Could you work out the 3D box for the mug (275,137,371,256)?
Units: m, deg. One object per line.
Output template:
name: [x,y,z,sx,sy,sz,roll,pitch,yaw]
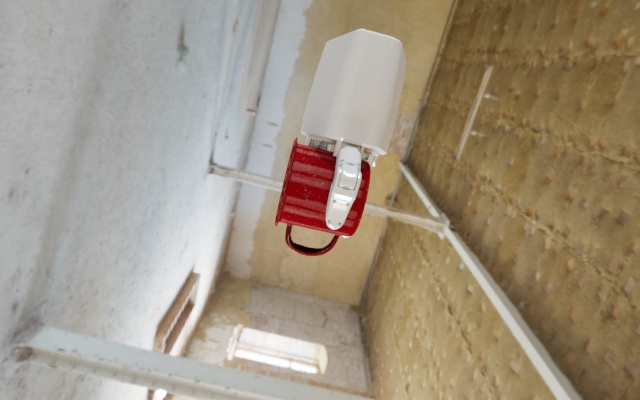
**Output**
mug: [0.000,0.003,0.492,0.081,0.117,0.093,13,7,-3]
